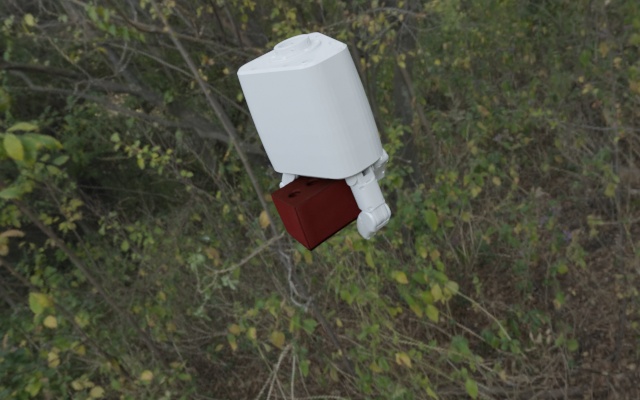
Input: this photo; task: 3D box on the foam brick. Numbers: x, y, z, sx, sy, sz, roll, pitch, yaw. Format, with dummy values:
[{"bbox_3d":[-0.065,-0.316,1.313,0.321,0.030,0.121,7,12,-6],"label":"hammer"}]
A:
[{"bbox_3d":[0.000,0.002,0.476,0.078,0.051,0.053,-34,32,-20],"label":"foam brick"}]
